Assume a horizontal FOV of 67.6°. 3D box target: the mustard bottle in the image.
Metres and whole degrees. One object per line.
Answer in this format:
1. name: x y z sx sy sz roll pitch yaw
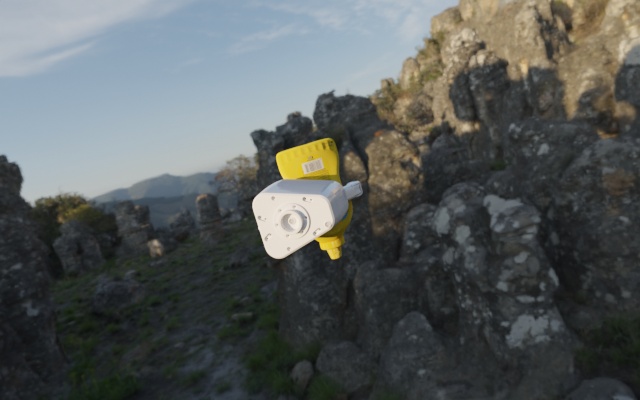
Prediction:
1. mustard bottle: 0.000 0.002 0.772 0.096 0.191 0.058 -18 7 -11
